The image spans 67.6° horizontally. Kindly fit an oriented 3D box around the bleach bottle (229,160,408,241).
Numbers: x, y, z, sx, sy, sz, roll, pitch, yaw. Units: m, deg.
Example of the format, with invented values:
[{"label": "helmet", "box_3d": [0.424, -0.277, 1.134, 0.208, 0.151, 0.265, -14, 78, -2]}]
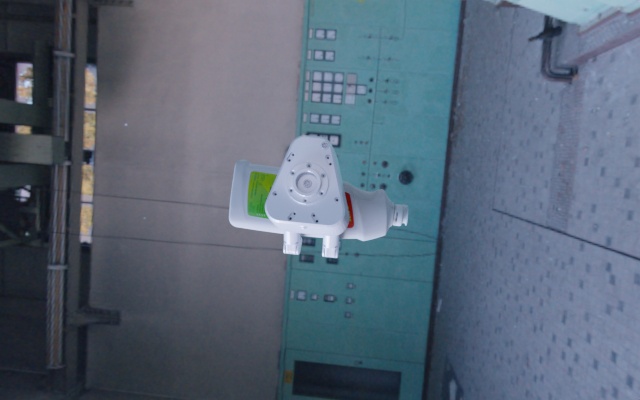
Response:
[{"label": "bleach bottle", "box_3d": [0.000, 0.002, 0.693, 0.251, 0.102, 0.068, 5, -8, 4]}]
